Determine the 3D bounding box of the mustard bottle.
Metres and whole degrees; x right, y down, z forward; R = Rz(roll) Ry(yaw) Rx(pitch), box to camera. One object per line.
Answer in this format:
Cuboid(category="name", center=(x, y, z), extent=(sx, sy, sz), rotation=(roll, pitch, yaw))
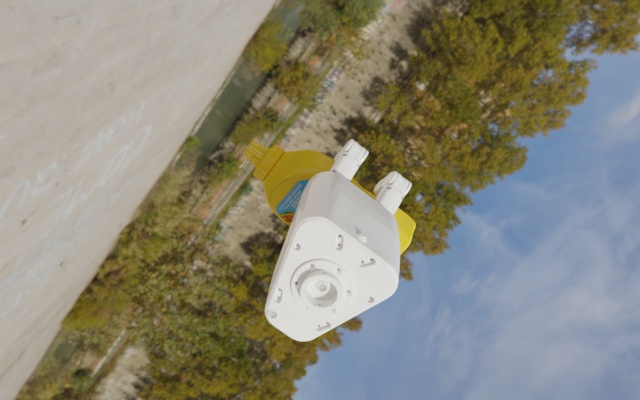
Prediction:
Cuboid(category="mustard bottle", center=(0.000, 0.002, 0.512), extent=(0.191, 0.058, 0.096), rotation=(36, -45, -8))
